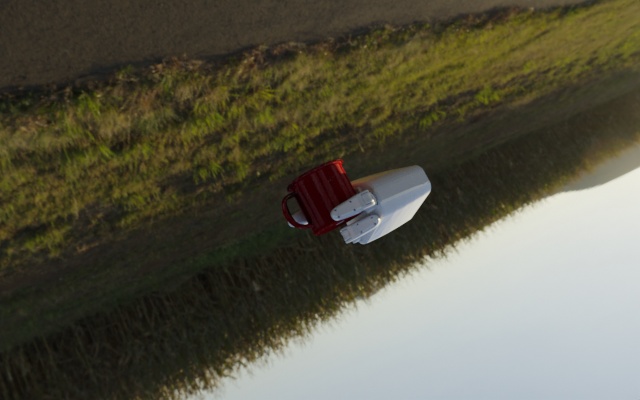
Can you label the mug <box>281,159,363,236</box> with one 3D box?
[{"bbox_3d":[-0.001,0.003,0.686,0.117,0.081,0.093,-22,-10,-29],"label":"mug"}]
